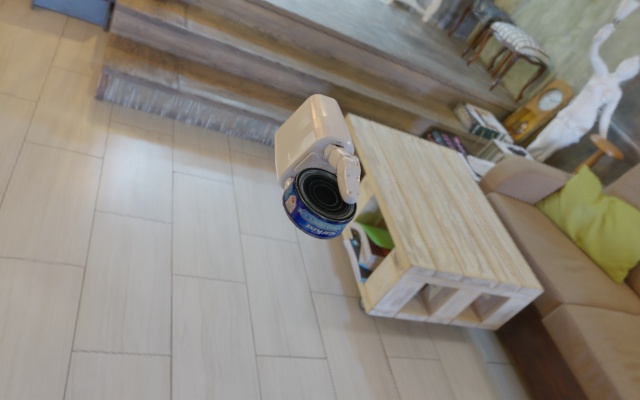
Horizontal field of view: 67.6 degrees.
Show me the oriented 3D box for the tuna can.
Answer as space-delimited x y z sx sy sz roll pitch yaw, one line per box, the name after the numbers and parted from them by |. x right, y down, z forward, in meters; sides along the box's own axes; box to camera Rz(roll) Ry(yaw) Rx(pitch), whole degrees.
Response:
0.000 0.002 0.567 0.086 0.086 0.034 0 -38 -37 | tuna can
